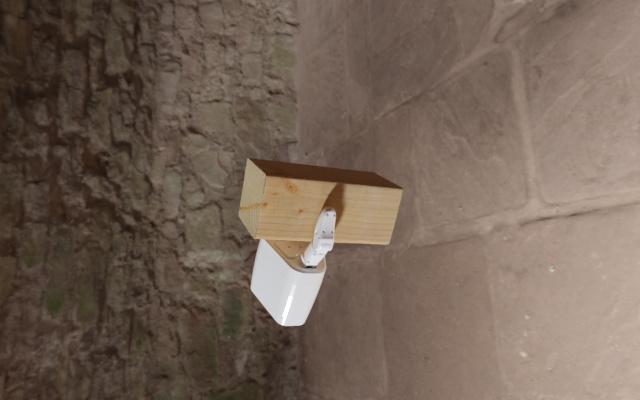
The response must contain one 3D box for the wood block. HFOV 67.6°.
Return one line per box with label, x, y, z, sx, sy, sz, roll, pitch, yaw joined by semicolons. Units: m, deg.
wood block;0.000;0.003;0.681;0.206;0.090;0.090;4;17;-25
